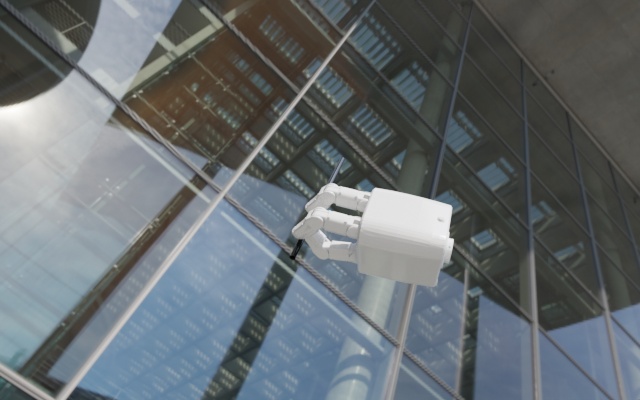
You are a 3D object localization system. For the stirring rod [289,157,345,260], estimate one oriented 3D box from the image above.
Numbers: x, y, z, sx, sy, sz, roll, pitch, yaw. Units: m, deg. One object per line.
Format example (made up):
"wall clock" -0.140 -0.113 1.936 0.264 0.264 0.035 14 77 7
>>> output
"stirring rod" 0.000 0.002 0.699 0.011 0.011 0.239 0 36 22
